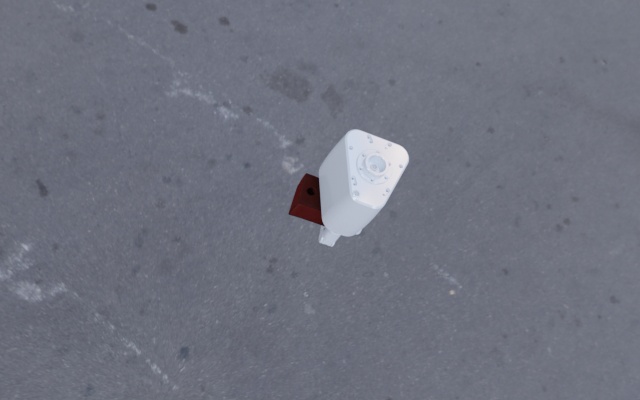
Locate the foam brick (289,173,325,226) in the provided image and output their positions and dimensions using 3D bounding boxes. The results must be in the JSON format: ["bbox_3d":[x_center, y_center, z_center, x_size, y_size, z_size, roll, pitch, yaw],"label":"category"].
[{"bbox_3d":[0.000,0.002,0.716,0.078,0.053,0.051,19,-26,-10],"label":"foam brick"}]
